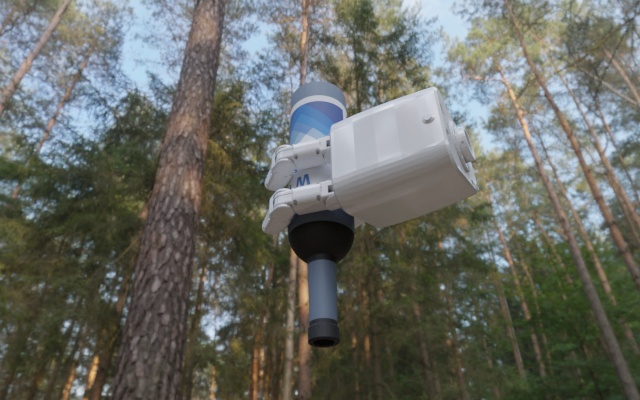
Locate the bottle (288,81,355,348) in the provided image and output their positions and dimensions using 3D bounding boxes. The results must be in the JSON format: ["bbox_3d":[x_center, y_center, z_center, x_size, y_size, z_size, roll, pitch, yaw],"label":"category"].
[{"bbox_3d":[0.000,0.001,0.493,0.069,0.295,0.069,-1,-35,-1],"label":"bottle"}]
